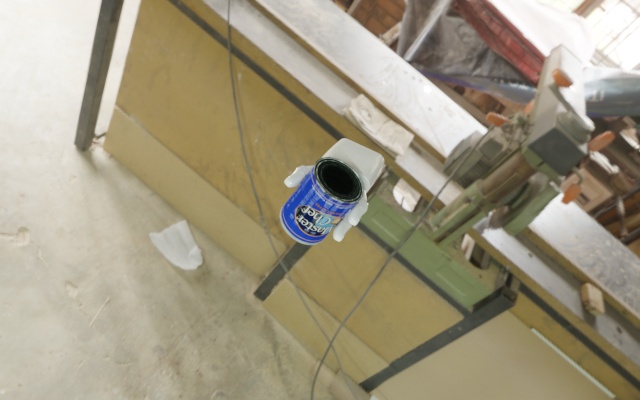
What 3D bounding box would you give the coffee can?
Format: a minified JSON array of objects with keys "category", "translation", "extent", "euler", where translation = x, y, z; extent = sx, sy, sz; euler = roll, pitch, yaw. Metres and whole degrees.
[{"category":"coffee can","translation":[0.000,0.003,0.882],"extent":[0.103,0.102,0.140],"euler":[0,-35,-36]}]
